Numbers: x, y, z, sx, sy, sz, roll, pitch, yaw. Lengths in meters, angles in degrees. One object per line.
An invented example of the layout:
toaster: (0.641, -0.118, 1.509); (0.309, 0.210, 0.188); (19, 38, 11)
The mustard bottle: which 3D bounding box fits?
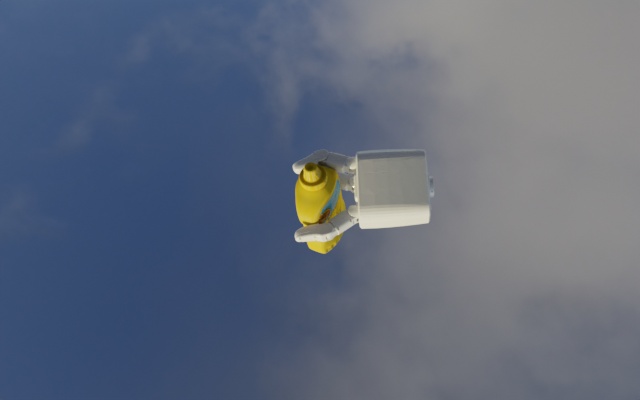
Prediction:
mustard bottle: (0.000, 0.003, 0.751); (0.058, 0.096, 0.192); (19, -26, 19)
